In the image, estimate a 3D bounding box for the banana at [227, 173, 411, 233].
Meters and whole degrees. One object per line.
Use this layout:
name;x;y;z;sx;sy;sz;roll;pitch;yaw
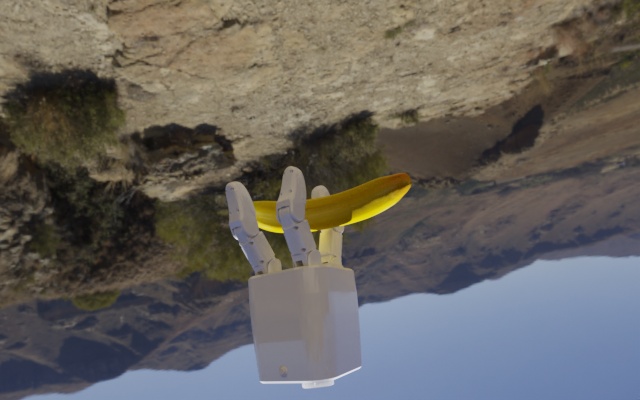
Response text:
banana;0.003;0.008;0.511;0.198;0.037;0.070;-9;-21;17
